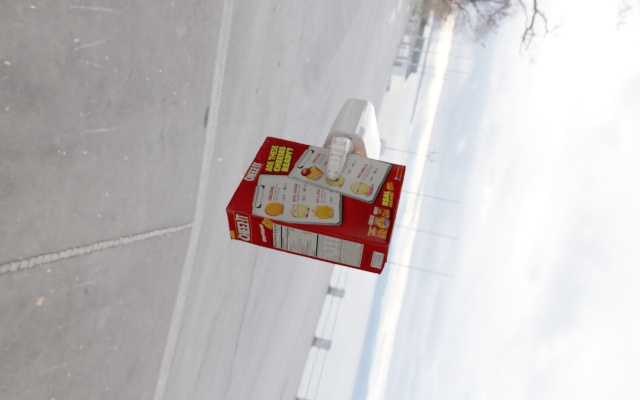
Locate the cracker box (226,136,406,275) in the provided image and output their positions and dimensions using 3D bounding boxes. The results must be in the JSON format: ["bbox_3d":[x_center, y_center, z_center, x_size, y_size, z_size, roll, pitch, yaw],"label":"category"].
[{"bbox_3d":[0.000,0.002,0.667,0.213,0.072,0.164,12,45,9],"label":"cracker box"}]
